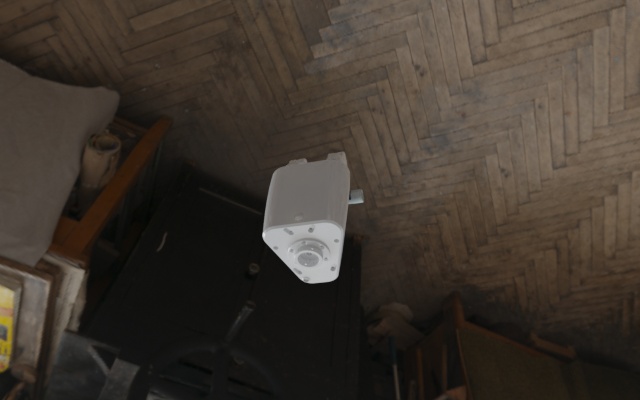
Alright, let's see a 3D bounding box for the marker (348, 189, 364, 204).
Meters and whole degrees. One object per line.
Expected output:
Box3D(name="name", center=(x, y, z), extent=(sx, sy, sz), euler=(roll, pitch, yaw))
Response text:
Box3D(name="marker", center=(0.000, 0.002, 0.673), extent=(0.121, 0.020, 0.020), euler=(-9, -2, 13))
